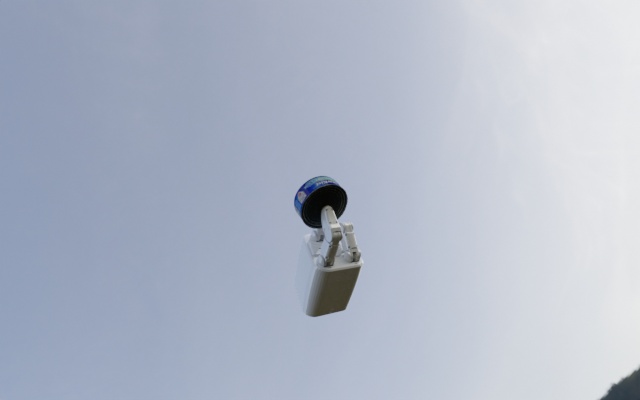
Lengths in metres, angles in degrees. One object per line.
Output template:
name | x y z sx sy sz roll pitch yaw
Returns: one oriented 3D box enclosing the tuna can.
tuna can | 0.000 0.002 0.791 0.086 0.086 0.033 0 32 -32
